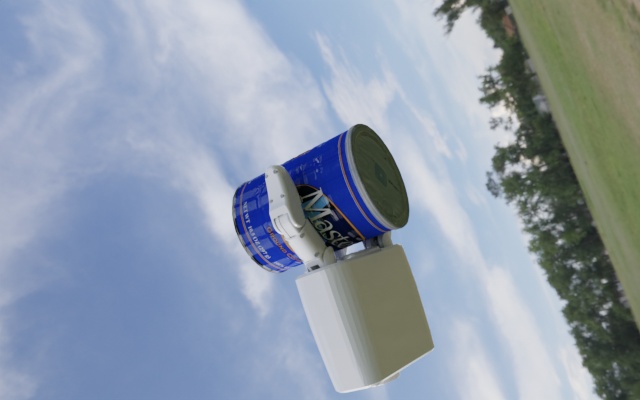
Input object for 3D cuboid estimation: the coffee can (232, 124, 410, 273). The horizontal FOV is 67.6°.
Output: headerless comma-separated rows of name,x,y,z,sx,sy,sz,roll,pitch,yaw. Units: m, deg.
coffee can,0.000,0.001,0.465,0.140,0.103,0.103,-24,-12,28
